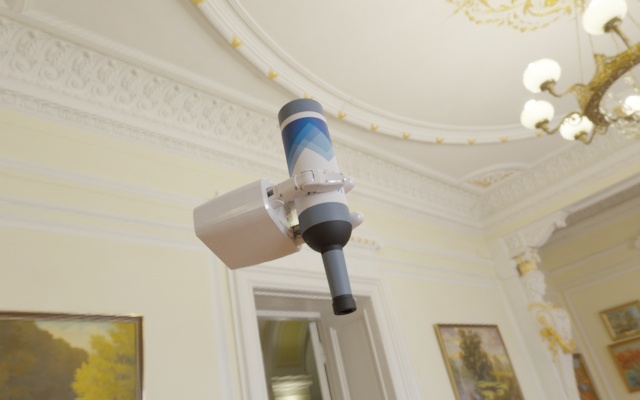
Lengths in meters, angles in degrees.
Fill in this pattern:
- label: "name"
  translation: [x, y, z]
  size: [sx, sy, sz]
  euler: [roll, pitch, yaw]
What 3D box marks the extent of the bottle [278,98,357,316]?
- label: "bottle"
  translation: [0.000, 0.002, 0.621]
  size: [0.069, 0.295, 0.069]
  euler: [-10, -27, -5]
